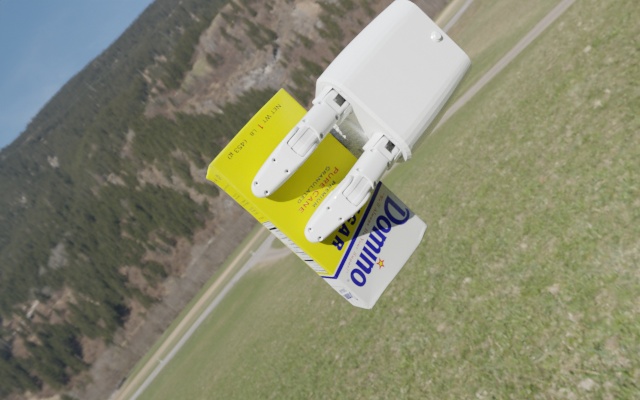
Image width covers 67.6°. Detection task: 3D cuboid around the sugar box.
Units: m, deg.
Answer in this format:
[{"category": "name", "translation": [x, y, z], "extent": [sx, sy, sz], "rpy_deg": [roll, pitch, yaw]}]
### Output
[{"category": "sugar box", "translation": [0.000, 0.001, 0.407], "extent": [0.176, 0.093, 0.048], "rpy_deg": [41, -17, -7]}]
